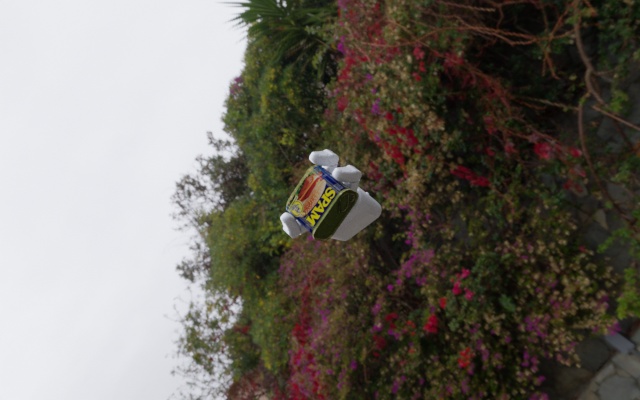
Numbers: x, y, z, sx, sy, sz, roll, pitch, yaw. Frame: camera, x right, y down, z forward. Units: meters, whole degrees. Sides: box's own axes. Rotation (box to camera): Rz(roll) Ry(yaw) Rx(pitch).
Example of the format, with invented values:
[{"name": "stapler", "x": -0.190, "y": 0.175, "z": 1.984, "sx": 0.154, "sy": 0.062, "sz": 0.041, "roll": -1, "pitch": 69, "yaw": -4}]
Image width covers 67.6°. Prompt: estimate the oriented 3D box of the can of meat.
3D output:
[{"name": "can of meat", "x": 0.000, "y": 0.003, "z": 0.805, "sx": 0.084, "sy": 0.102, "sz": 0.057, "roll": 41, "pitch": 13, "yaw": 32}]
